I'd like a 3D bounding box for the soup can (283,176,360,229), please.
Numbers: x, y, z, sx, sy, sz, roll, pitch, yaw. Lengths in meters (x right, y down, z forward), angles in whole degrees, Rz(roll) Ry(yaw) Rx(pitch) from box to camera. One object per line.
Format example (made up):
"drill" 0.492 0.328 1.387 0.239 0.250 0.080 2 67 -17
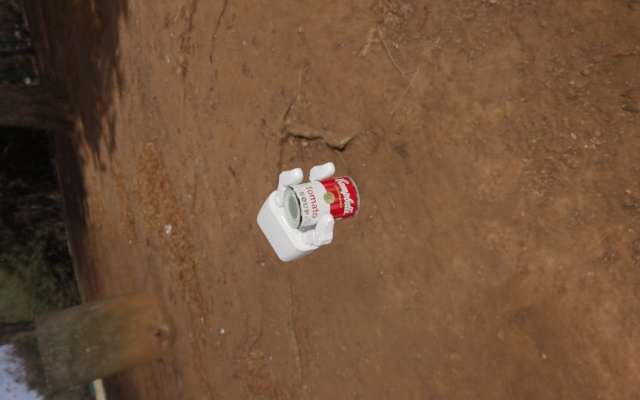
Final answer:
"soup can" 0.000 0.002 0.745 0.102 0.068 0.068 -11 5 -25
